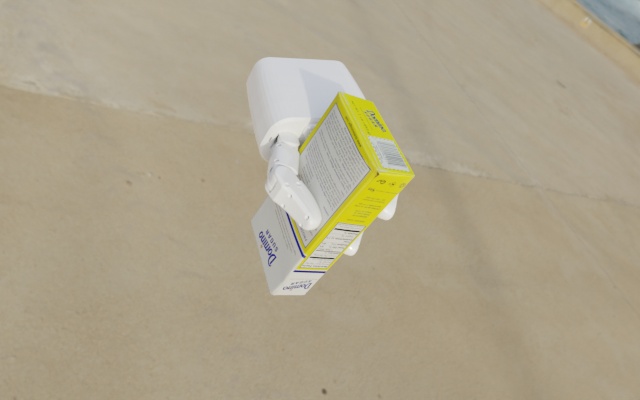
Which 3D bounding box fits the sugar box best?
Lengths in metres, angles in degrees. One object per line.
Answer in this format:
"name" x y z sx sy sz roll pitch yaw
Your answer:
"sugar box" 0.001 0.001 0.432 0.048 0.093 0.176 6 -43 -33
